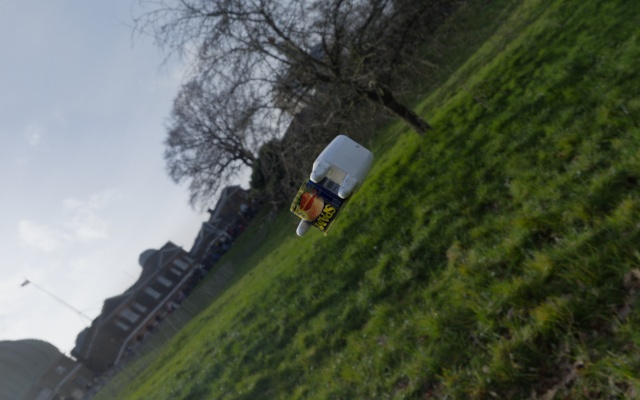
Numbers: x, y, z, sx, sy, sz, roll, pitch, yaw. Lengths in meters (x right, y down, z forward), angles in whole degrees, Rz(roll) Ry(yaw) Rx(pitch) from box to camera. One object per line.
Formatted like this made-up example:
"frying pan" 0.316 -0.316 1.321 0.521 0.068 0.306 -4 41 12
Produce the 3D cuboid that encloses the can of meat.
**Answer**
"can of meat" 0.000 0.003 0.869 0.084 0.057 0.102 33 -42 2
